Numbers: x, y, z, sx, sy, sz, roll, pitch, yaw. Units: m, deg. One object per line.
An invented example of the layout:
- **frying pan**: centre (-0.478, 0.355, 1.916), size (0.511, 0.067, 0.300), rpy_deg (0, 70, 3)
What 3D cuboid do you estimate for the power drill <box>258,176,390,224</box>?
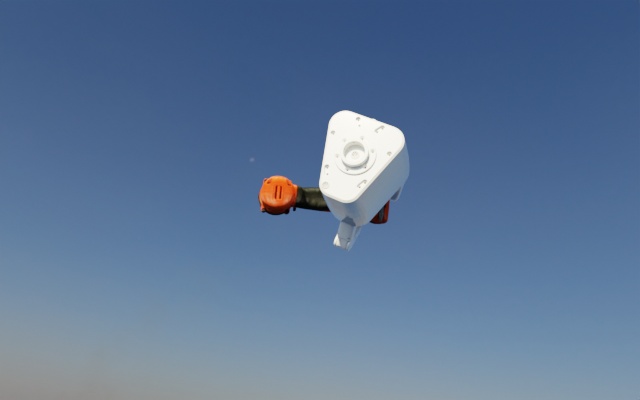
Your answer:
- **power drill**: centre (0.001, 0.002, 0.720), size (0.187, 0.057, 0.184), rpy_deg (3, -3, -6)
